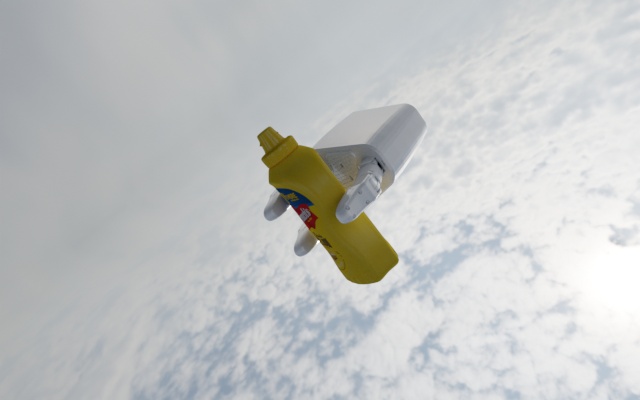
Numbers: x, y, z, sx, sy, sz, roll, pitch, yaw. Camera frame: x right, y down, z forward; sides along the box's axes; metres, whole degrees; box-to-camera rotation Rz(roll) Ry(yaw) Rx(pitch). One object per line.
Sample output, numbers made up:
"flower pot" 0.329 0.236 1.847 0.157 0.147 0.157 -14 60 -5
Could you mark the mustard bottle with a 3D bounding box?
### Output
"mustard bottle" 0.000 0.002 0.508 0.058 0.192 0.096 -41 14 -14
